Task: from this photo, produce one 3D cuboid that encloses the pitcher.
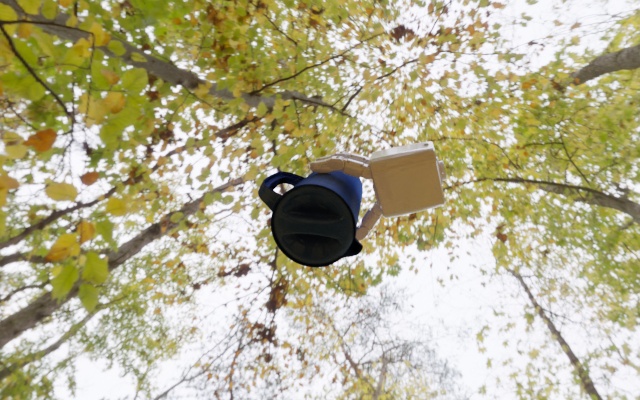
[{"bbox_3d":[0.000,0.003,0.827,0.145,0.149,0.242,-14,13,14],"label":"pitcher"}]
